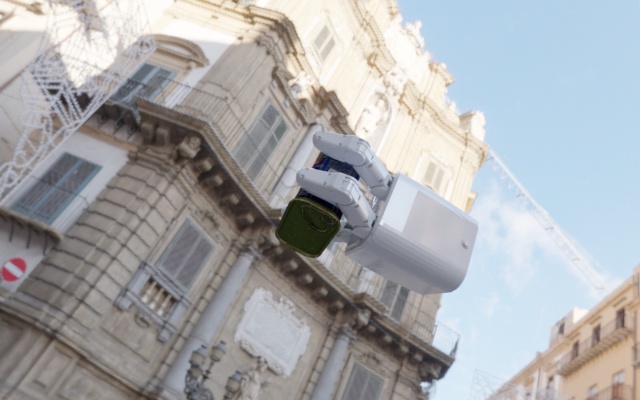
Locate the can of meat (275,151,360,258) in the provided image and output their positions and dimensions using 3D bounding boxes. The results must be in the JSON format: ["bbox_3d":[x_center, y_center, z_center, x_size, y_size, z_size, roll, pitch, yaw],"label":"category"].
[{"bbox_3d":[0.000,0.001,0.522,0.057,0.084,0.102,28,-34,-1],"label":"can of meat"}]
